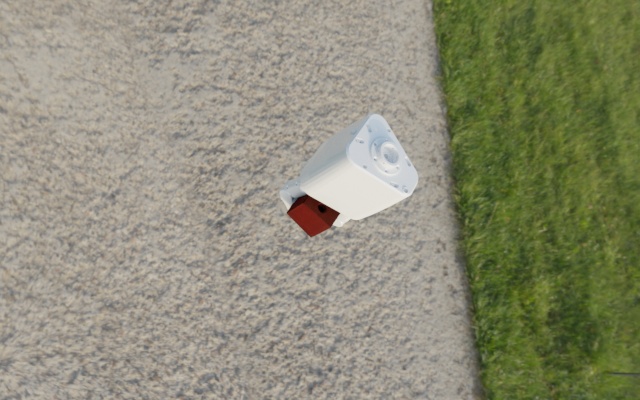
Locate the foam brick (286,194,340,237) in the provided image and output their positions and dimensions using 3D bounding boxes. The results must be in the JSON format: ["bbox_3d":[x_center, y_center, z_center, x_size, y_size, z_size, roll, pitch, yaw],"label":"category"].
[{"bbox_3d":[0.000,0.002,0.673,0.053,0.078,0.051,44,-35,-13],"label":"foam brick"}]
